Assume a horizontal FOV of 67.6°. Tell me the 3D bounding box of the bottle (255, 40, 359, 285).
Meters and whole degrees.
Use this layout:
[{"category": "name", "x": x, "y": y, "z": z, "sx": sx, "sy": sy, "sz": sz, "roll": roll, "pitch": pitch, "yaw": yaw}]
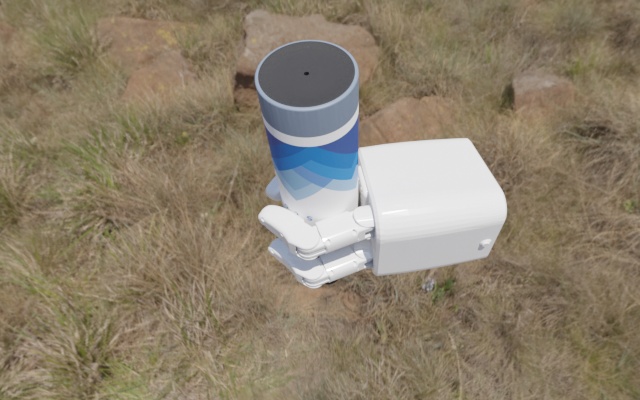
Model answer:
[{"category": "bottle", "x": 0.000, "y": 0.001, "z": 0.424, "sx": 0.069, "sy": 0.069, "sz": 0.296, "roll": 0, "pitch": -34, "yaw": 4}]
